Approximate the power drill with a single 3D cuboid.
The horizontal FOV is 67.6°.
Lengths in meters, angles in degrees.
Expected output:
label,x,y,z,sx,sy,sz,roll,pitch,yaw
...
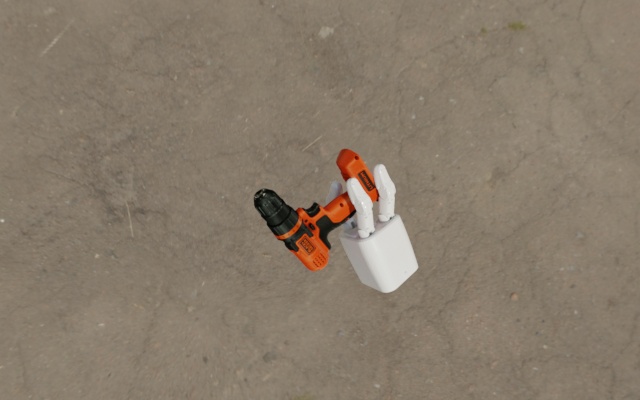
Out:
label,x,y,z,sx,sy,sz,roll,pitch,yaw
power drill,0.001,0.002,0.790,0.184,0.187,0.057,53,-11,-34
